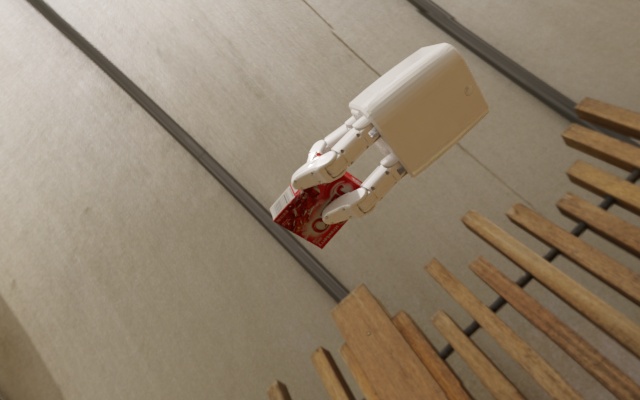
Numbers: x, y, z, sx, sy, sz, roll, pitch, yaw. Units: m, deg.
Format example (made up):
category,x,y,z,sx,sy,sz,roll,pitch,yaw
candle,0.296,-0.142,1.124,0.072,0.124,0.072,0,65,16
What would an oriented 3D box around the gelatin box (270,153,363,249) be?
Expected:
category,x,y,z,sx,sy,sz,roll,pitch,yaw
gelatin box,0.000,0.002,0.528,0.073,0.089,0.030,32,18,-30
